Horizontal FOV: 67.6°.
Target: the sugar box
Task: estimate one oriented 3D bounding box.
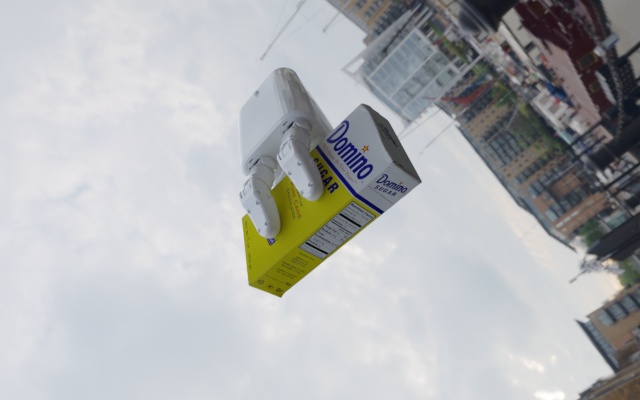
[{"bbox_3d":[0.000,0.001,0.436,0.048,0.093,0.176,28,-61,-34],"label":"sugar box"}]
